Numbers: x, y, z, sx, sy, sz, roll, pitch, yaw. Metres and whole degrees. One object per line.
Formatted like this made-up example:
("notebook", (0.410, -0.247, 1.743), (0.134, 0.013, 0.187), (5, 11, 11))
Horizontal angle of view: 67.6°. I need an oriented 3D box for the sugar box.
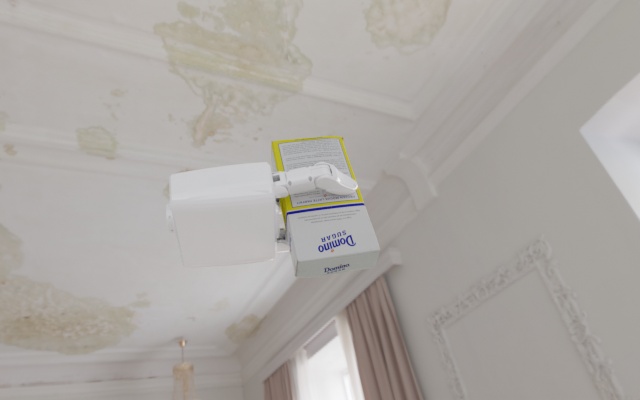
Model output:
("sugar box", (0.000, 0.002, 0.561), (0.093, 0.176, 0.048), (-6, -35, -11))
